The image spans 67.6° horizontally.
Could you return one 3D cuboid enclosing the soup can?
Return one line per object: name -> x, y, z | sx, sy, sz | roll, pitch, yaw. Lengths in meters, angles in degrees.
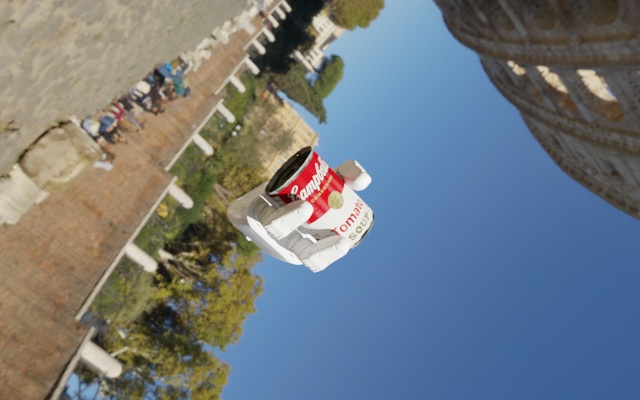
soup can -> 0.001, 0.002, 0.509 | 0.102, 0.068, 0.068 | 45, -18, -19
